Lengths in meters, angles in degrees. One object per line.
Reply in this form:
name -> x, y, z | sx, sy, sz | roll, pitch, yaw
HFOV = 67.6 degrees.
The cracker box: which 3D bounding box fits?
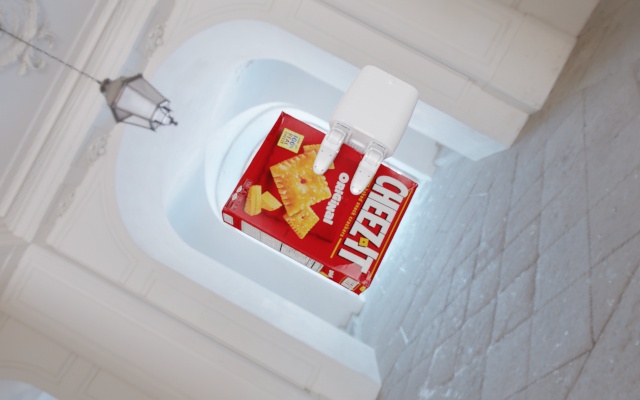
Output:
cracker box -> 0.000, 0.002, 0.643 | 0.213, 0.164, 0.072 | 28, -19, 2
